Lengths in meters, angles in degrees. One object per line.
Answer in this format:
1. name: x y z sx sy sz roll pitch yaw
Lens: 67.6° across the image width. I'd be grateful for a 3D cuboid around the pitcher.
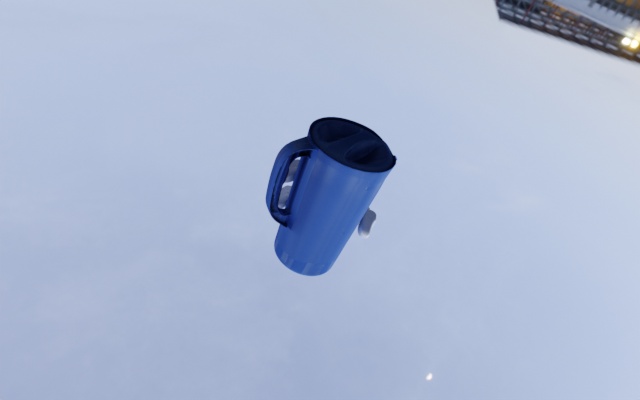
1. pitcher: 0.000 0.002 0.739 0.149 0.243 0.145 28 36 6
